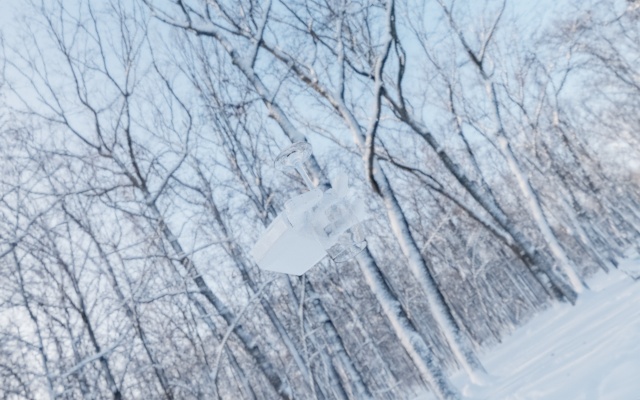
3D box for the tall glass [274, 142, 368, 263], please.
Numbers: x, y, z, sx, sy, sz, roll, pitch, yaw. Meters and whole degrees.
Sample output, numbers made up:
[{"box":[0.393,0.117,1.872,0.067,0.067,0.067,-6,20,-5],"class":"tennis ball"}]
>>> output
[{"box":[0.000,0.002,0.779,0.079,0.201,0.079,-26,-24,-13],"class":"tall glass"}]
